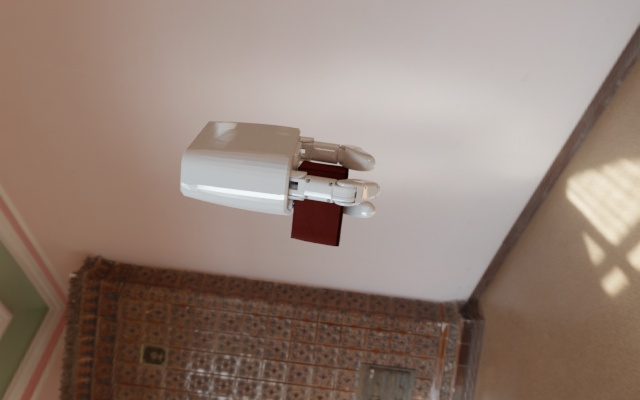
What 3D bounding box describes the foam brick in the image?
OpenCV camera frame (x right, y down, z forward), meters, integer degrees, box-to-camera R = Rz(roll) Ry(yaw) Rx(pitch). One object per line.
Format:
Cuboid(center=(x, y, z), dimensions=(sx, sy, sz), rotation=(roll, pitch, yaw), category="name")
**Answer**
Cuboid(center=(0.000, 0.002, 0.507), dimensions=(0.051, 0.078, 0.053), rotation=(7, 13, 2), category="foam brick")
